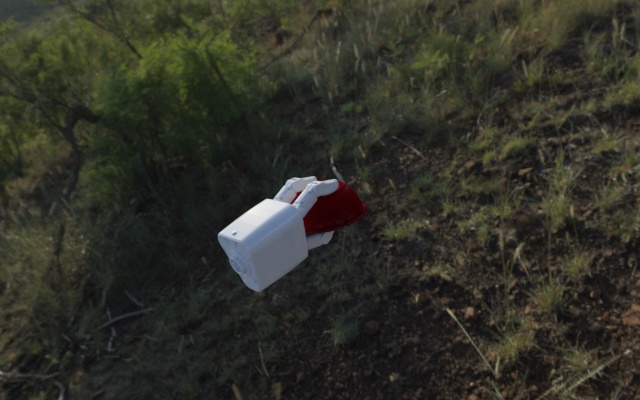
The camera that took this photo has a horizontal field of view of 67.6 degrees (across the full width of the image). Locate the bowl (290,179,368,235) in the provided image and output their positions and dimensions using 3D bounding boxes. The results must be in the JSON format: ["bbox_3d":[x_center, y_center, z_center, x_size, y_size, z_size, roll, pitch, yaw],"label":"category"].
[{"bbox_3d":[0.001,0.002,0.849,0.162,0.055,0.162,-9,18,3],"label":"bowl"}]
